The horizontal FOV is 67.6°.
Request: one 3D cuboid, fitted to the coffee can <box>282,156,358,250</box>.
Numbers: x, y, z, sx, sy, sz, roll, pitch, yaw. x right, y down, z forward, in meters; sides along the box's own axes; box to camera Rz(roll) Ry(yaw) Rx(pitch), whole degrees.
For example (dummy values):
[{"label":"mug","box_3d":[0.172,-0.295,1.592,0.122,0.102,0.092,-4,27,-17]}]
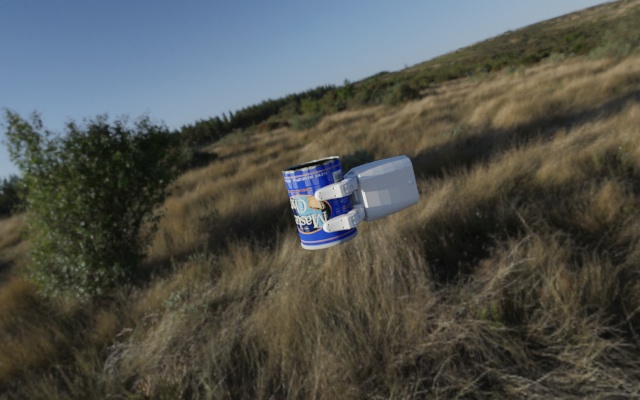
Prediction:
[{"label":"coffee can","box_3d":[0.000,0.003,0.839,0.103,0.140,0.103,-14,10,2]}]
